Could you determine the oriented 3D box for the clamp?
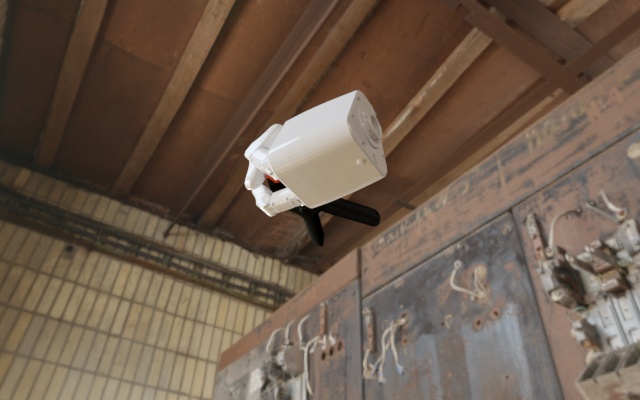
[{"bbox_3d":[0.000,0.002,0.657,0.120,0.039,0.171,-21,-46,26],"label":"clamp"}]
